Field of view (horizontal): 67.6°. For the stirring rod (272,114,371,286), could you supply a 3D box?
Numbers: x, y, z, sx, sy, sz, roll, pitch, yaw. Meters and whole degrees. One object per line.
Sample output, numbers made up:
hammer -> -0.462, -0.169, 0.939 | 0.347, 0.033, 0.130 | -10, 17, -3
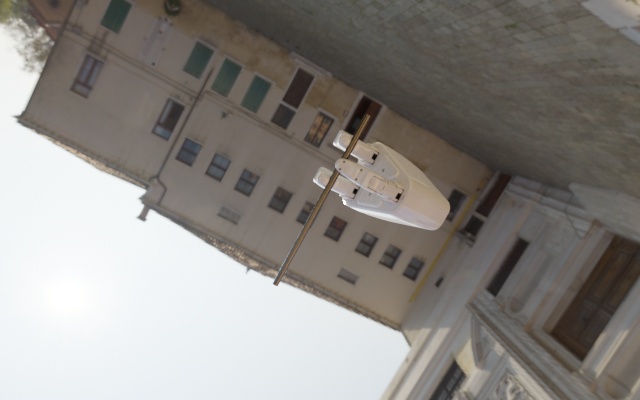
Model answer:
stirring rod -> 0.000, 0.002, 0.589 | 0.011, 0.239, 0.011 | 28, 7, -4
